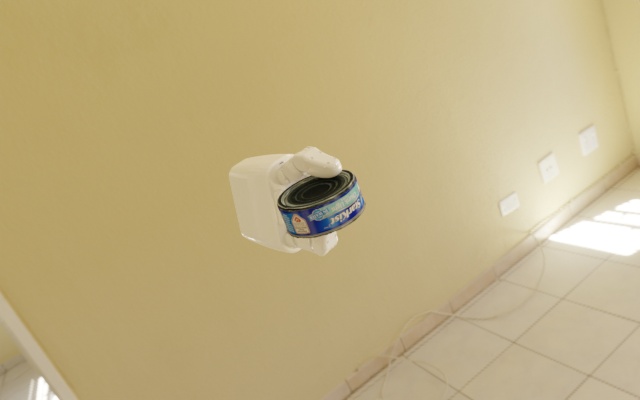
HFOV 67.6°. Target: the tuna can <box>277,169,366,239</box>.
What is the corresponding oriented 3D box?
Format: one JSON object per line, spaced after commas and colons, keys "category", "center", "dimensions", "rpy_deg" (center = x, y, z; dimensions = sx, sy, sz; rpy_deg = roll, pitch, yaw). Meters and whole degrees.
{"category": "tuna can", "center": [0.000, 0.001, 0.483], "dimensions": [0.086, 0.034, 0.086], "rpy_deg": [-18, 22, 7]}
